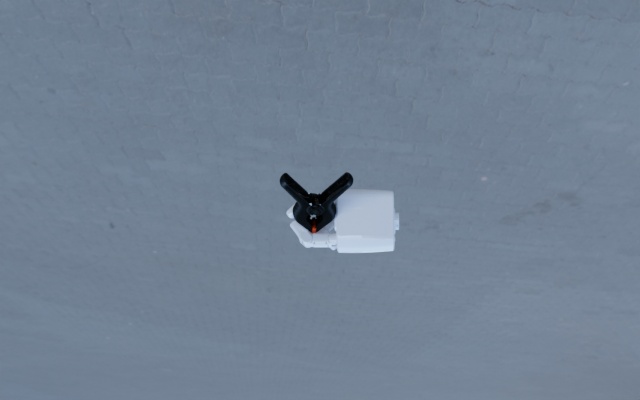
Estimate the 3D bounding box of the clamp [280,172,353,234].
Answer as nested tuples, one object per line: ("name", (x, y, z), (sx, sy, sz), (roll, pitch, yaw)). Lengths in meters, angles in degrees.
("clamp", (0.000, 0.003, 0.840), (0.120, 0.039, 0.172), (-1, -31, 6))
